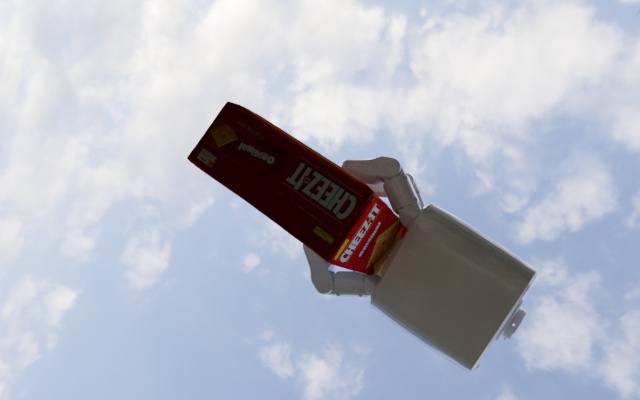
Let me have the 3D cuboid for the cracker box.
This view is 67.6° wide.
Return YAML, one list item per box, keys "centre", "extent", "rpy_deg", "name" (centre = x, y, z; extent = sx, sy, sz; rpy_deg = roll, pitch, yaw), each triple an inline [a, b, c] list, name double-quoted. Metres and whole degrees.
- centre: [0.000, 0.002, 0.472]
  extent: [0.164, 0.072, 0.214]
  rpy_deg: [33, 0, 24]
  name: "cracker box"
